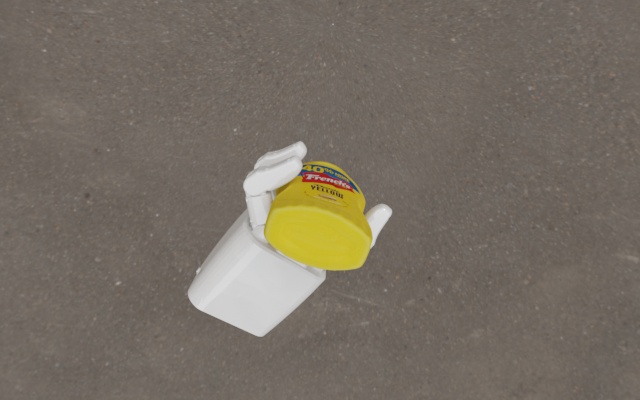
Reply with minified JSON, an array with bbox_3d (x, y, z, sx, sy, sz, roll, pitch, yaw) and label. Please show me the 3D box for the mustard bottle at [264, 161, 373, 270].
[{"bbox_3d":[0.000,0.001,0.502,0.096,0.058,0.191,16,20,-4],"label":"mustard bottle"}]
